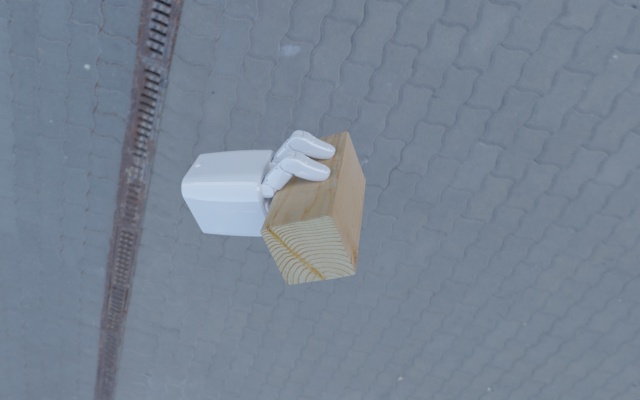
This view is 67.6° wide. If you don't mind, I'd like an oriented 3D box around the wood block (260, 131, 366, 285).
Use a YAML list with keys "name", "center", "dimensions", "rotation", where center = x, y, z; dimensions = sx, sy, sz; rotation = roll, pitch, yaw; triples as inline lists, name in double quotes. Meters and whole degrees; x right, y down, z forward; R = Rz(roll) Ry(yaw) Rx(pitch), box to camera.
- name: "wood block"
  center: [0.000, 0.002, 0.629]
  dimensions: [0.090, 0.091, 0.206]
  rotation: [-12, 32, 17]
